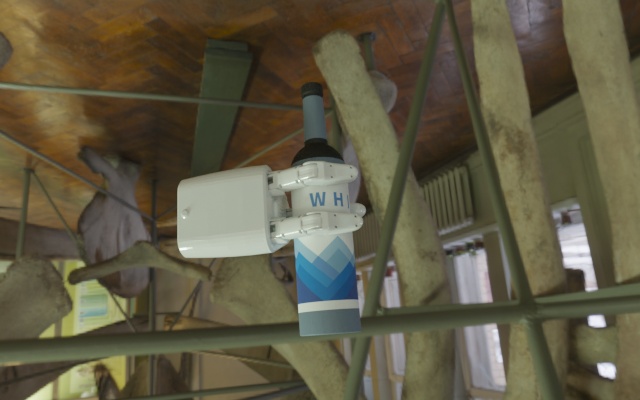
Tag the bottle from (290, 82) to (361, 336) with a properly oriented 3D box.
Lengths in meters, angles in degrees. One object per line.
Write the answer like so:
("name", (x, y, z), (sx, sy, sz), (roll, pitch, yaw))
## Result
("bottle", (0.000, 0.002, 0.551), (0.069, 0.295, 0.069), (-4, -15, -1))
